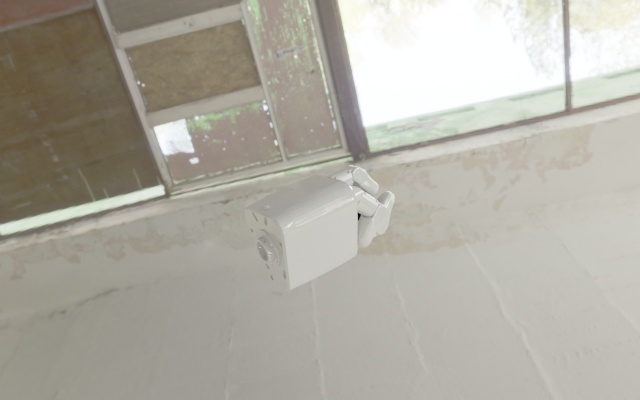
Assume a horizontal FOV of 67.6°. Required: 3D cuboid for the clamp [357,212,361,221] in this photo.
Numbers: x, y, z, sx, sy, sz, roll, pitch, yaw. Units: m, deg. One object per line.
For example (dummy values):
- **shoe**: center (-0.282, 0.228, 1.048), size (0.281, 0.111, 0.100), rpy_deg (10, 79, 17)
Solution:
- **clamp**: center (0.000, 0.003, 0.685), size (0.120, 0.039, 0.171), rpy_deg (-25, 23, -29)
